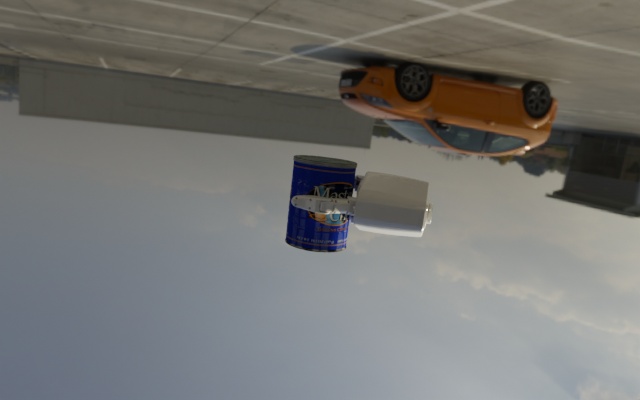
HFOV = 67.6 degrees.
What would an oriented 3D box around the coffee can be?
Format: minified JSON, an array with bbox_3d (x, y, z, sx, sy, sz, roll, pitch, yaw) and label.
[{"bbox_3d":[0.000,0.002,0.774,0.103,0.140,0.103,7,10,-1],"label":"coffee can"}]
